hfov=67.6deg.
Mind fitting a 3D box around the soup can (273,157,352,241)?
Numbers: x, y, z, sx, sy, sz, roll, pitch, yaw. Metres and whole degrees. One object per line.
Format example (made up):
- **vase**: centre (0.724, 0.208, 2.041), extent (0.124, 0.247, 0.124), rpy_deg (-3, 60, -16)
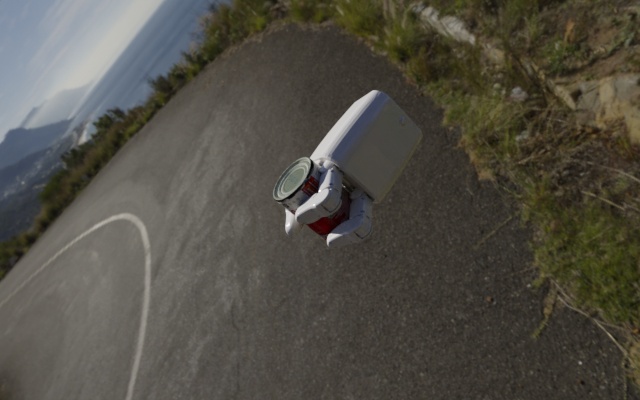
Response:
- **soup can**: centre (0.000, 0.002, 0.595), extent (0.102, 0.068, 0.068), rpy_deg (40, -21, -28)
